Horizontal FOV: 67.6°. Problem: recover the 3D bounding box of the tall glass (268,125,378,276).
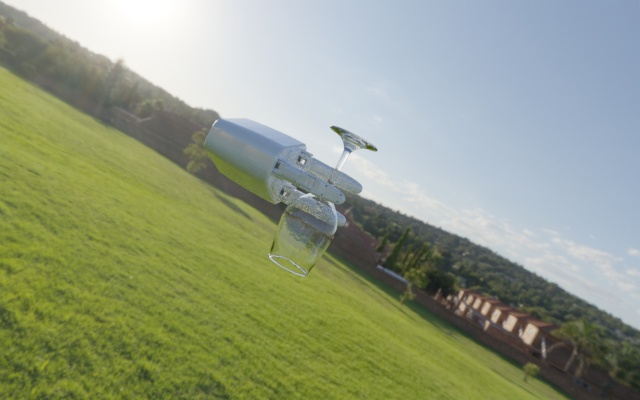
[{"bbox_3d":[0.001,0.002,0.660,0.079,0.201,0.079,27,1,0],"label":"tall glass"}]
